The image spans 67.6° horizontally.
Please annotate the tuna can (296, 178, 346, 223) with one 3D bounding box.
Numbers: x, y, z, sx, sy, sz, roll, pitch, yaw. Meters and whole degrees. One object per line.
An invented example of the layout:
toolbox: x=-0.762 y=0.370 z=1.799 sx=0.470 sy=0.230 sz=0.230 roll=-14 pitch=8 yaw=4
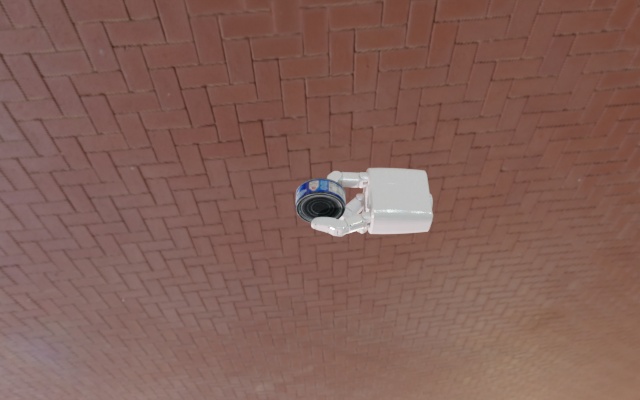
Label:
tuna can: x=0.000 y=0.003 z=0.809 sx=0.086 sy=0.033 sz=0.086 roll=0 pitch=-41 yaw=0
